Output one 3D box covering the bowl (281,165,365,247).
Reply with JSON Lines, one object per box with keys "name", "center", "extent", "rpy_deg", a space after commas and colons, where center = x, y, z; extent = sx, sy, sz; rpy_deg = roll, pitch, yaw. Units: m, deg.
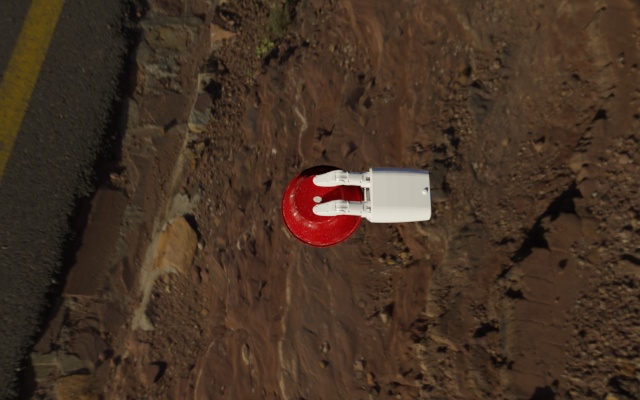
{"name": "bowl", "center": [-0.001, 0.003, 0.884], "extent": [0.162, 0.162, 0.055], "rpy_deg": [0, -15, 8]}
